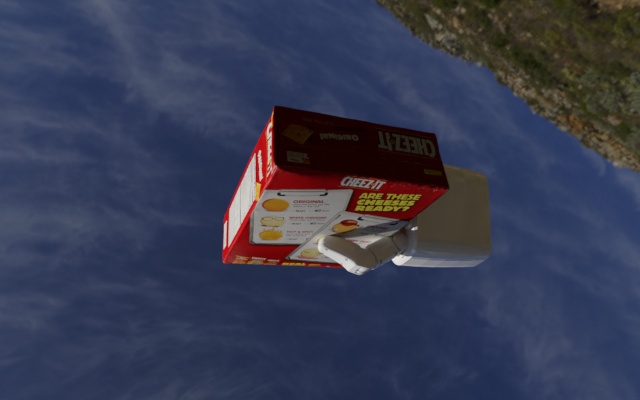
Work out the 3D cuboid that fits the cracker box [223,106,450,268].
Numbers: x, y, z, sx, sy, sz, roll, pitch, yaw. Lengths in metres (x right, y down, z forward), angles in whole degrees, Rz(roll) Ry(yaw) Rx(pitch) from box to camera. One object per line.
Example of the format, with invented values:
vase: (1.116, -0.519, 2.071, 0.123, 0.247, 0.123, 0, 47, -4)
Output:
cracker box: (0.000, 0.002, 0.495, 0.164, 0.072, 0.214, 6, -30, -21)
